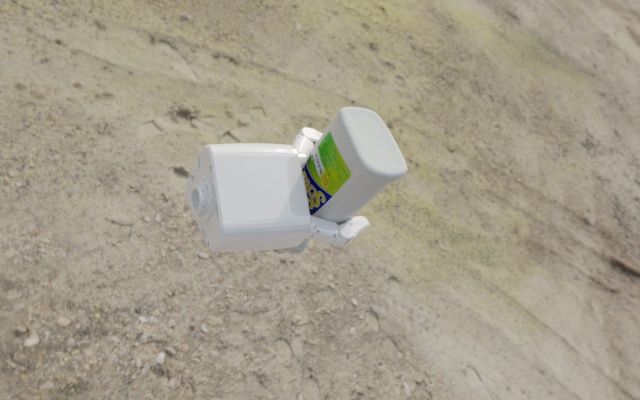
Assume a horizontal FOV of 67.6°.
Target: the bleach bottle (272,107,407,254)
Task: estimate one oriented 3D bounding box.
[{"bbox_3d":[0.000,0.002,0.603,0.068,0.102,0.251,-2,-33,-35],"label":"bleach bottle"}]
